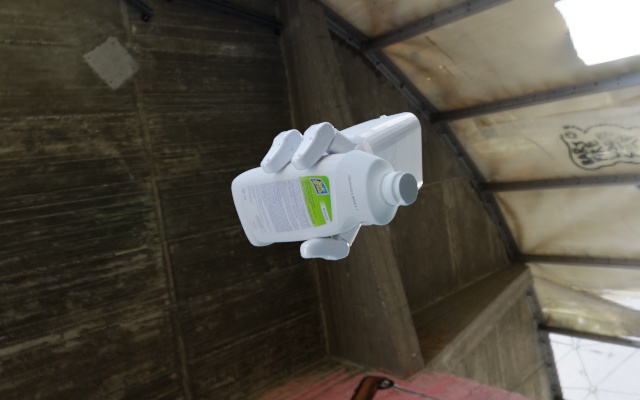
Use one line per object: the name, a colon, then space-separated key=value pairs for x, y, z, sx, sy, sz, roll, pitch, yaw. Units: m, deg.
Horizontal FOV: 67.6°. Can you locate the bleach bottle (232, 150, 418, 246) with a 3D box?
bleach bottle: x=0.000 y=0.002 z=0.528 sx=0.068 sy=0.102 sz=0.251 roll=-30 pitch=17 yaw=-38
